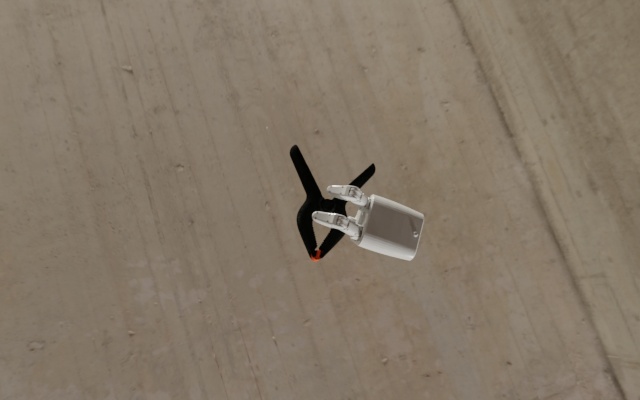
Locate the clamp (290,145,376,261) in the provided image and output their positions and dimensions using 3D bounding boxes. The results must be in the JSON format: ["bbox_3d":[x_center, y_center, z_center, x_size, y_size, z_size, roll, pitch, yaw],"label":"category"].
[{"bbox_3d":[0.000,0.004,0.870,0.164,0.210,0.036,19,-15,-6],"label":"clamp"}]
